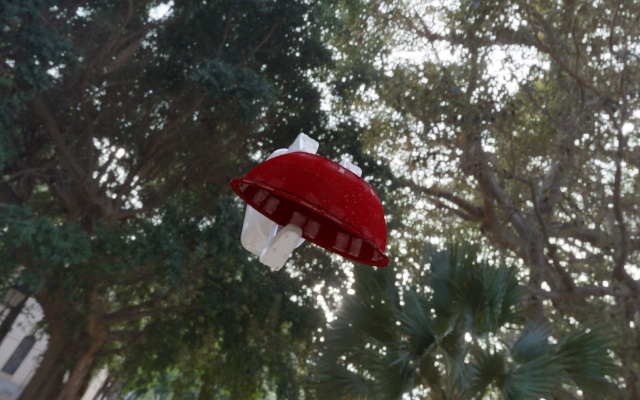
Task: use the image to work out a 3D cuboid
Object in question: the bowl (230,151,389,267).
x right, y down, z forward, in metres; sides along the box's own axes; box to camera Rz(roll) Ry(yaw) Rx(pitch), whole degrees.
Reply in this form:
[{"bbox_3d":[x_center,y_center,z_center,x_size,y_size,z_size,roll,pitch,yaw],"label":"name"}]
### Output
[{"bbox_3d":[0.001,0.001,0.443,0.162,0.055,0.162,26,-13,6],"label":"bowl"}]
